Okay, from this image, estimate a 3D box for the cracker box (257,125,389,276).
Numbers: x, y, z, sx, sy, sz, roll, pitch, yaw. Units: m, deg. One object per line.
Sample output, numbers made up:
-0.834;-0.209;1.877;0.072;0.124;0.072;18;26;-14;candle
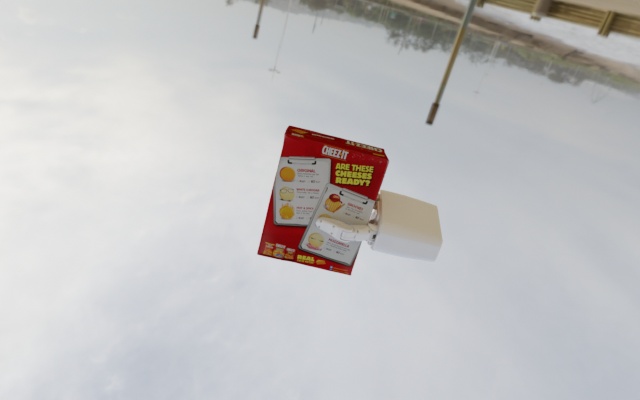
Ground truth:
0.000;0.003;0.779;0.164;0.214;0.072;13;23;-5;cracker box
